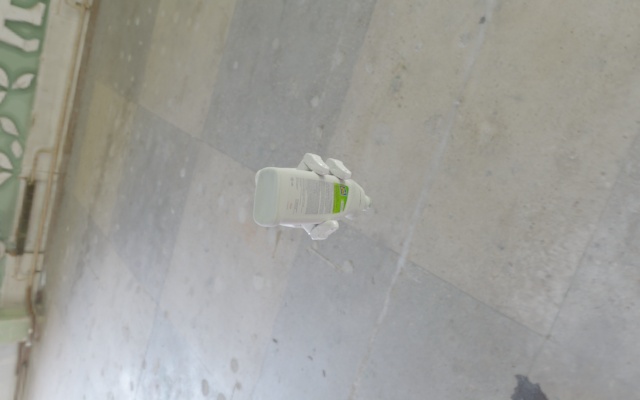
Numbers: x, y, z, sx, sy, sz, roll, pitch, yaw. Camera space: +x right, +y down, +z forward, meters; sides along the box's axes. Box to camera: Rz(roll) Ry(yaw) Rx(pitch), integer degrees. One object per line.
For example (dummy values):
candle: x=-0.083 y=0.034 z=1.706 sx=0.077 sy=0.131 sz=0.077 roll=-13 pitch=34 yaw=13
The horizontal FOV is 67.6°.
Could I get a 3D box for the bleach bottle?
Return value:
bleach bottle: x=0.000 y=0.003 z=0.868 sx=0.251 sy=0.102 sz=0.068 roll=7 pitch=-2 yaw=-43
